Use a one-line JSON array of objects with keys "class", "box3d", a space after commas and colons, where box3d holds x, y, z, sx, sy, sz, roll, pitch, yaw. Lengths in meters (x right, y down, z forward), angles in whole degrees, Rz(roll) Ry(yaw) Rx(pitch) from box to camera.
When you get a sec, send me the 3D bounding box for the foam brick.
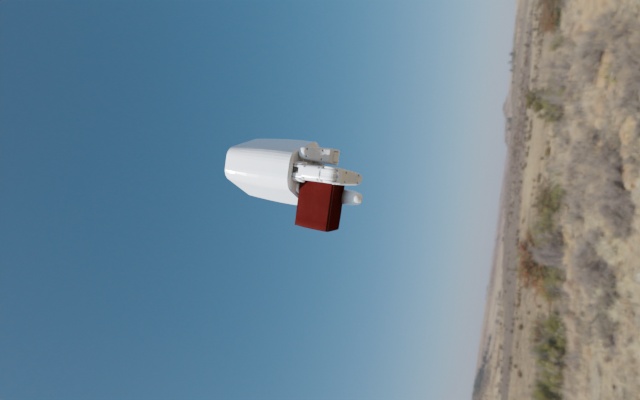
[{"class": "foam brick", "box3d": [0.000, 0.003, 0.687, 0.051, 0.078, 0.053, 8, 2, 20]}]
